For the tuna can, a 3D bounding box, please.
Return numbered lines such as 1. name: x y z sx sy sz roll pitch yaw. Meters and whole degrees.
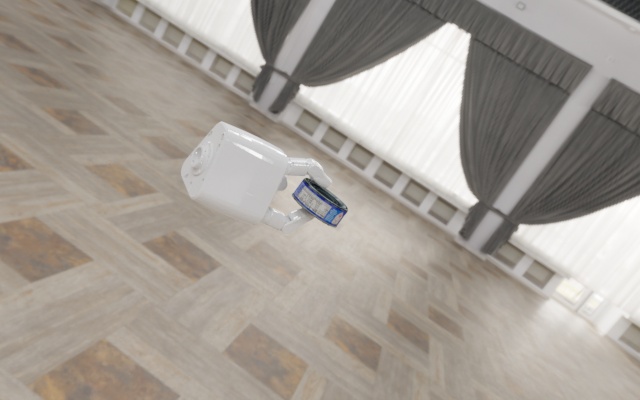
1. tuna can: 0.000 0.002 0.733 0.086 0.034 0.086 35 9 -7
